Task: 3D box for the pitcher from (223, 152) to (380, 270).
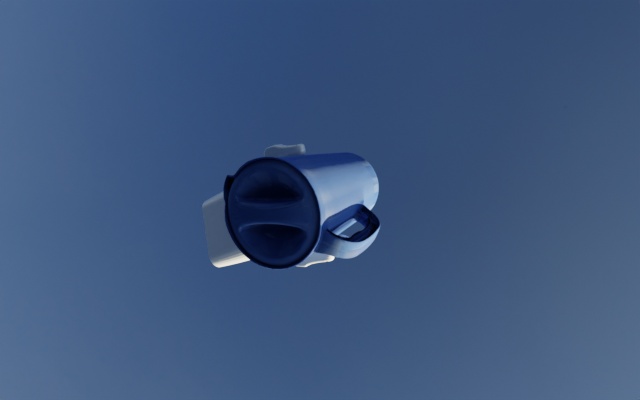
[{"bbox_3d":[0.000,0.002,0.650,0.145,0.149,0.243,-22,0,29],"label":"pitcher"}]
